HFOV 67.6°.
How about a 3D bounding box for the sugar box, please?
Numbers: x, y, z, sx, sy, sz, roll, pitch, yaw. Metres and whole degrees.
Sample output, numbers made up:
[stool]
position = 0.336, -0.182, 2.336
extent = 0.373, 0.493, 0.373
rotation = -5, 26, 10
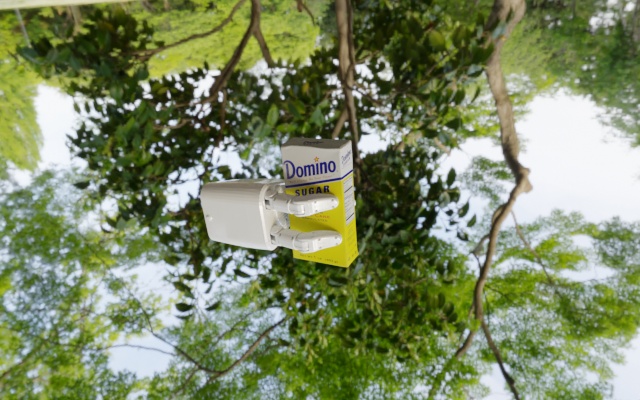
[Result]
[sugar box]
position = 0.000, 0.003, 0.673
extent = 0.093, 0.176, 0.048
rotation = 6, 27, 27
